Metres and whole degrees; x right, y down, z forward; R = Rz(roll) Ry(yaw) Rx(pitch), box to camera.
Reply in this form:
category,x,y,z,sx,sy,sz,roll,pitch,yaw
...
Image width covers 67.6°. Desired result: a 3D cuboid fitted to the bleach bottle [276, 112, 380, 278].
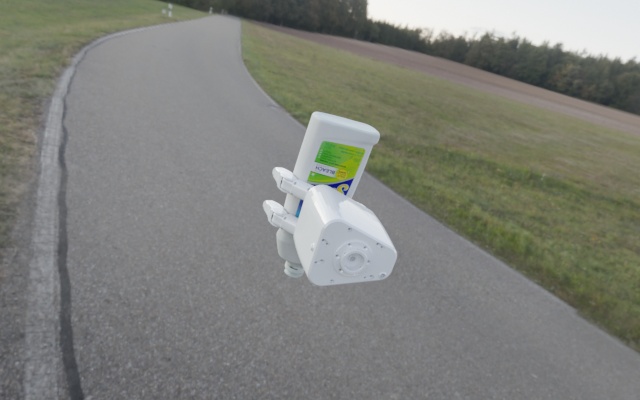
category,x,y,z,sx,sy,sz,roll,pitch,yaw
bleach bottle,0.000,0.002,0.711,0.102,0.251,0.068,12,20,-15
